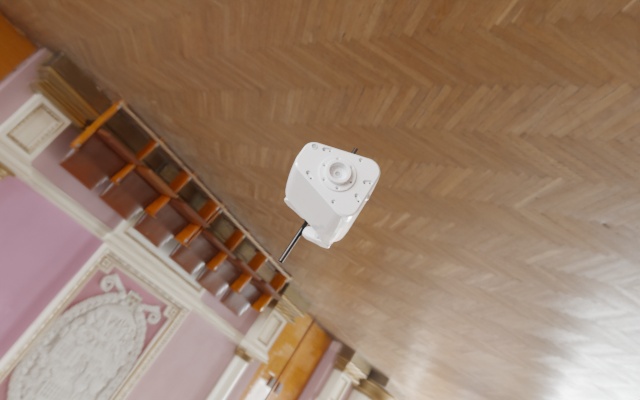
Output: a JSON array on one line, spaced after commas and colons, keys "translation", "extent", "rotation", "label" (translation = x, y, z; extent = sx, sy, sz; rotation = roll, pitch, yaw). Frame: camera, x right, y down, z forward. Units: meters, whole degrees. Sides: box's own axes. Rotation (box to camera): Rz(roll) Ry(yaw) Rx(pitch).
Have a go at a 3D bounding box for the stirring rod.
[{"translation": [0.000, 0.002, 0.786], "extent": [0.011, 0.239, 0.011], "rotation": [29, -23, 13], "label": "stirring rod"}]
